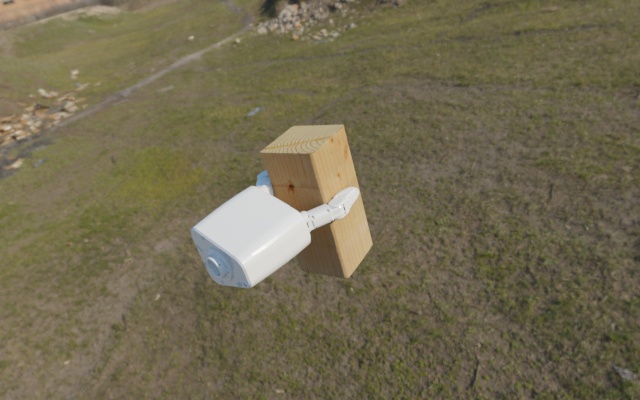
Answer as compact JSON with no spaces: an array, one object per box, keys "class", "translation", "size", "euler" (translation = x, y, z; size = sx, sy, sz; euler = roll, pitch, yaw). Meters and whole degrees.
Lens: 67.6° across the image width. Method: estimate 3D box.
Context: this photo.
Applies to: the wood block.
[{"class":"wood block","translation":[0.000,0.002,0.702],"size":[0.091,0.206,0.090],"euler":[5,35,34]}]
